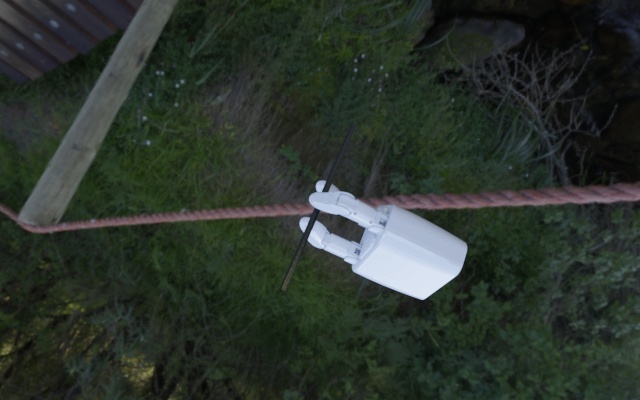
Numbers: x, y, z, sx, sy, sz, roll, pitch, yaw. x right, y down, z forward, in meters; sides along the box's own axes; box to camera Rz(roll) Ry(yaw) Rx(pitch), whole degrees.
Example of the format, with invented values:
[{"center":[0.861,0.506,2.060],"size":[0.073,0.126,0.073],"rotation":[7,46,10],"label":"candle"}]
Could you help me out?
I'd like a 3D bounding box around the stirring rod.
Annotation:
[{"center":[0.000,0.002,0.597],"size":[0.011,0.239,0.011],"rotation":[20,-21,8],"label":"stirring rod"}]
